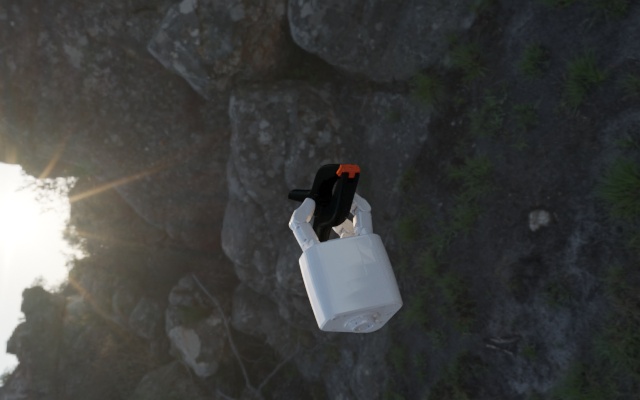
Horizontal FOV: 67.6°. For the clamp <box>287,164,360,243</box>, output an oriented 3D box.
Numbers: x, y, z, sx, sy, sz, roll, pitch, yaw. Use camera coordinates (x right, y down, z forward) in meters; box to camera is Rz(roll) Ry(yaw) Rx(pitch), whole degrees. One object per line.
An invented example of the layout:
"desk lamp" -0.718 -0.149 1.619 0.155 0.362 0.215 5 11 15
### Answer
"clamp" 0.000 0.002 0.736 0.036 0.164 0.210 -1 -38 -26
